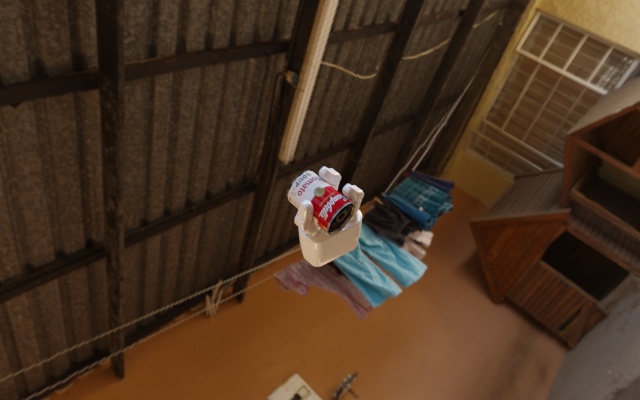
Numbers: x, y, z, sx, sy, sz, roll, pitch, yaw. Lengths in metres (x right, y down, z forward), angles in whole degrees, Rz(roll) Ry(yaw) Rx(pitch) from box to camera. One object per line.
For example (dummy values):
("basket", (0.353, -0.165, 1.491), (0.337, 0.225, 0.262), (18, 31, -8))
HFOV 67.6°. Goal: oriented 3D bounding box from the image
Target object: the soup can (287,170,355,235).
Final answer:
("soup can", (0.000, 0.002, 0.820), (0.102, 0.068, 0.068), (39, 18, 24))
